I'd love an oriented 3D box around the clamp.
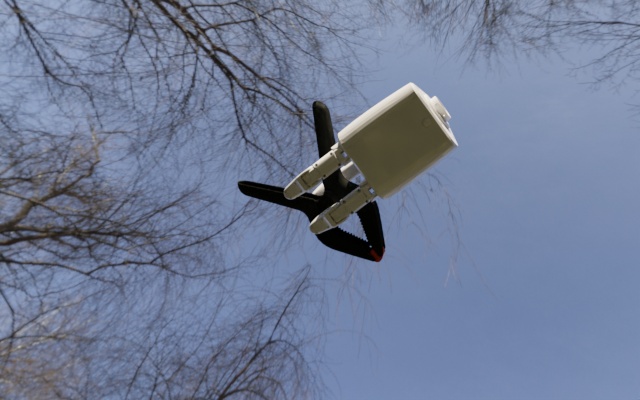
[{"bbox_3d":[0.001,0.002,0.620,0.164,0.210,0.036,-36,4,24],"label":"clamp"}]
